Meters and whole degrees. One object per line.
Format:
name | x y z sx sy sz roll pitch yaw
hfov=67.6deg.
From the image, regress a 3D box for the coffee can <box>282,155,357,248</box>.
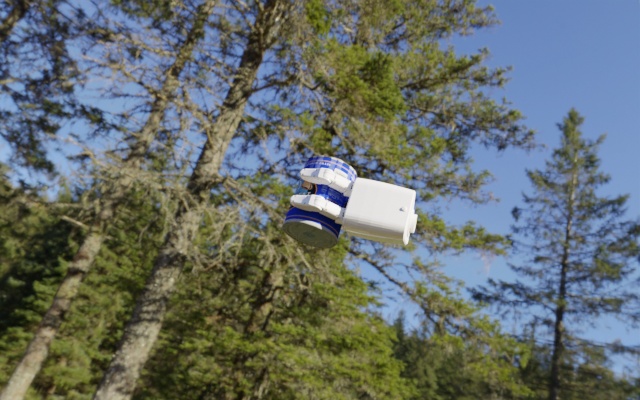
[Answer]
coffee can | 0.000 0.003 0.877 0.103 0.140 0.103 15 -25 7
